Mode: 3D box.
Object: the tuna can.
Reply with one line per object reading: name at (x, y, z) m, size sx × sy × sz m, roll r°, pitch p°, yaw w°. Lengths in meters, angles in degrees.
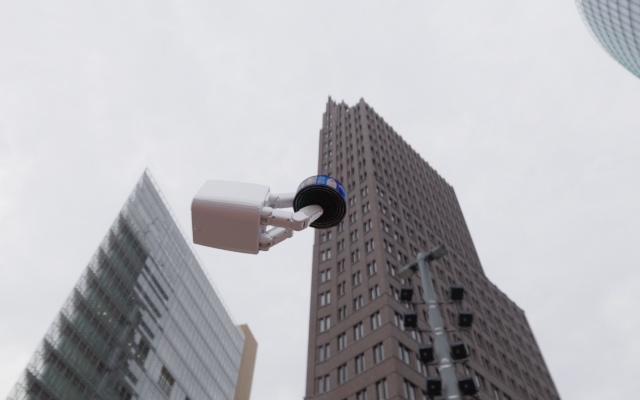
tuna can at (0.000, 0.002, 0.763) m, size 0.086 × 0.086 × 0.033 m, roll 0°, pitch 34°, yaw 8°
